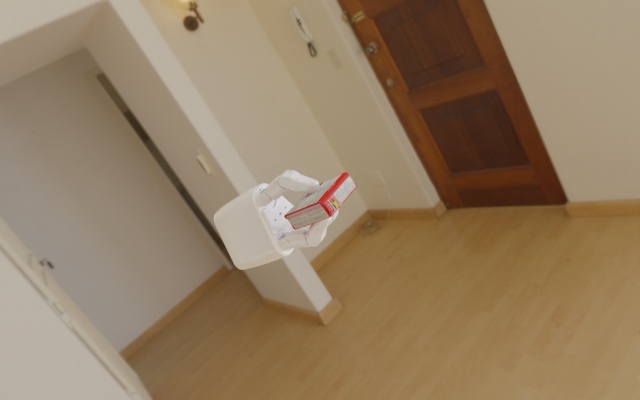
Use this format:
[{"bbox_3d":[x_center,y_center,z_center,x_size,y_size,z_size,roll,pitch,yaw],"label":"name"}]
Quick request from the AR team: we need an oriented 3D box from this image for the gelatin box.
[{"bbox_3d":[0.000,0.002,0.677,0.089,0.030,0.073,-23,19,49],"label":"gelatin box"}]
